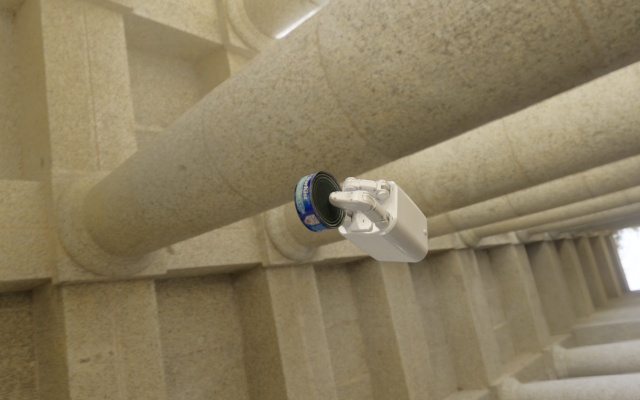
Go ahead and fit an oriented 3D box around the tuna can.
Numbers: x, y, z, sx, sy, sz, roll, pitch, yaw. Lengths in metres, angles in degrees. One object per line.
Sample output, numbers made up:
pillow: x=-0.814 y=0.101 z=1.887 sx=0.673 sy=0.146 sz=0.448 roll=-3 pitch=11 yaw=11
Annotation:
tuna can: x=0.000 y=0.002 z=0.693 sx=0.034 sy=0.086 sz=0.086 roll=-16 pitch=-9 yaw=34
